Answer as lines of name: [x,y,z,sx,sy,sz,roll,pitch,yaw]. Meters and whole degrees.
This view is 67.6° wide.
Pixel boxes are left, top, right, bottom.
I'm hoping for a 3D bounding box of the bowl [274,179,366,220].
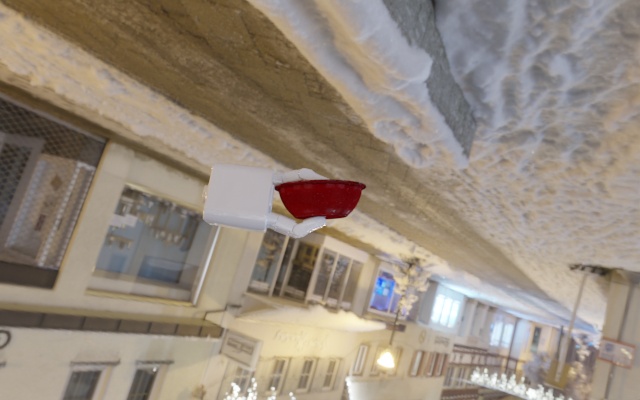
bowl: [0.001,0.003,0.834,0.162,0.055,0.162,-2,-7,0]
